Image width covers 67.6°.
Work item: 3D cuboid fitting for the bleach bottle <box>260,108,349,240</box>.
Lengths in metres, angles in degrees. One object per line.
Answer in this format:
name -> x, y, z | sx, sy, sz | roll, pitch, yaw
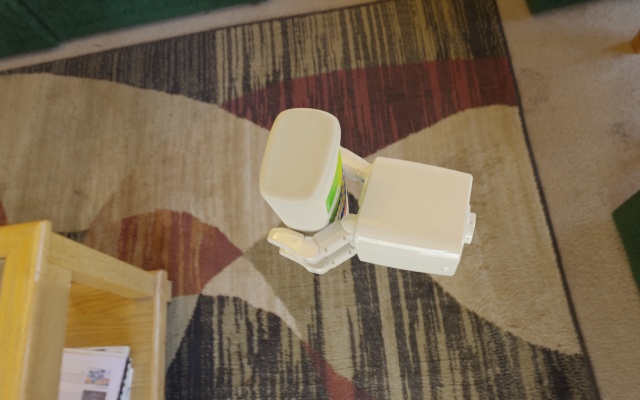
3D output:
bleach bottle -> 0.000, 0.002, 0.552 | 0.068, 0.102, 0.251 | 9, -18, 14
